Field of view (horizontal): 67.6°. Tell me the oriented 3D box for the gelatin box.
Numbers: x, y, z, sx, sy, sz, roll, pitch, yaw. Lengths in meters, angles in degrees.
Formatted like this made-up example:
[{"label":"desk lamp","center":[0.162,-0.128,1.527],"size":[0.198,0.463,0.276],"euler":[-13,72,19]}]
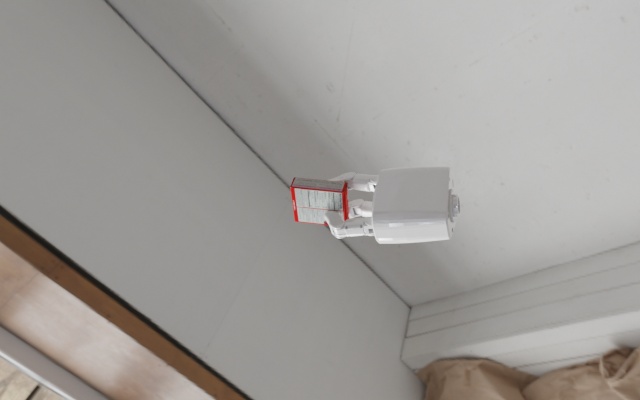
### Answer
[{"label":"gelatin box","center":[0.000,0.003,0.762],"size":[0.089,0.073,0.030],"euler":[5,40,13]}]
